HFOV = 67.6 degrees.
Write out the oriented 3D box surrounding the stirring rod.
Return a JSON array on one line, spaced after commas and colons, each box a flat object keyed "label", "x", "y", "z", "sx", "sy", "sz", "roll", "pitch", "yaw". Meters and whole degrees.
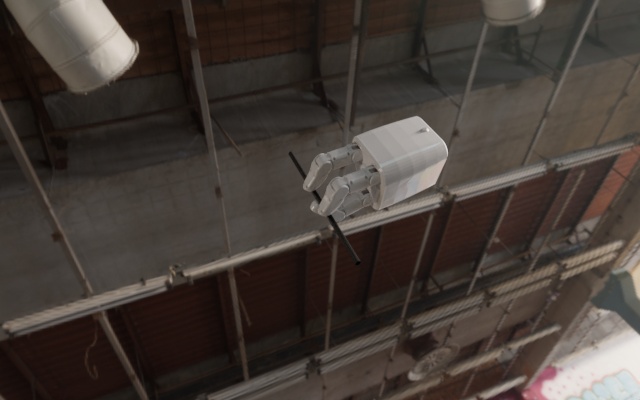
[{"label": "stirring rod", "x": 0.000, "y": 0.002, "z": 0.688, "sx": 0.011, "sy": 0.011, "sz": 0.239, "roll": 0, "pitch": 40, "yaw": -32}]
